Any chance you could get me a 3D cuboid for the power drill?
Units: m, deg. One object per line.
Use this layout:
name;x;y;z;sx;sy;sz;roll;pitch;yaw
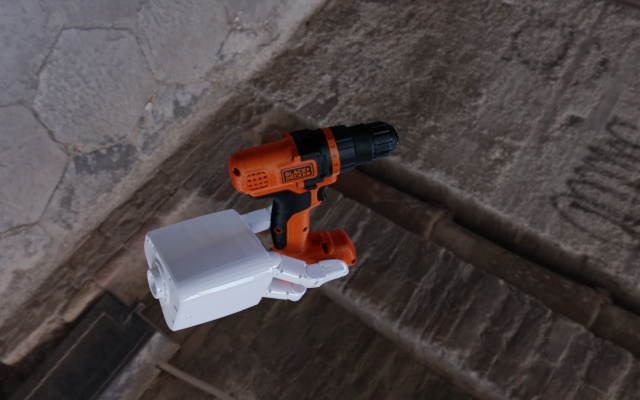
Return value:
power drill;0.000;0.002;0.550;0.184;0.188;0.057;-13;40;-8
